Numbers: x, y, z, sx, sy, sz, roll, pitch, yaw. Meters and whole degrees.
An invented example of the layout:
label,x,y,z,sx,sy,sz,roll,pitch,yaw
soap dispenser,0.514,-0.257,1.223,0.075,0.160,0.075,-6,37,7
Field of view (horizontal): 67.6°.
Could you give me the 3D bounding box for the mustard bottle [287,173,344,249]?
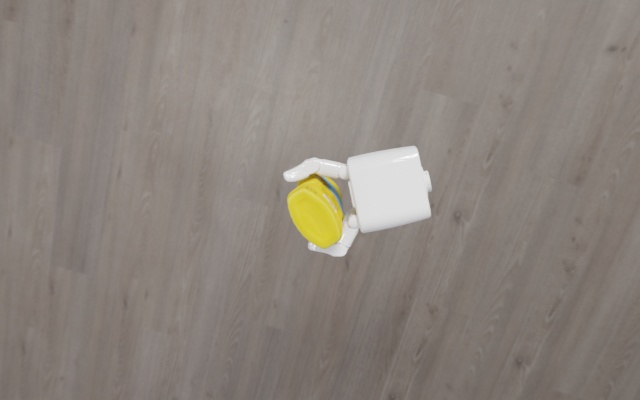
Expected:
label,x,y,z,sx,sy,sz,roll,pitch,yaw
mustard bottle,0.000,0.003,0.759,0.058,0.096,0.191,-36,9,14
